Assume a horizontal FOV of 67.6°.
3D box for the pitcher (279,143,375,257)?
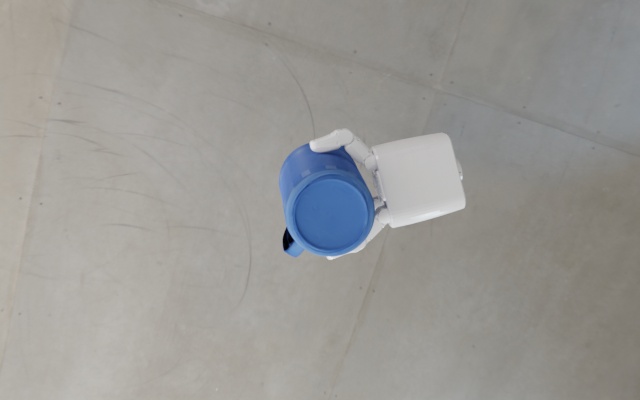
[{"bbox_3d":[0.000,0.002,0.675,0.145,0.149,0.242,-14,12,0],"label":"pitcher"}]
